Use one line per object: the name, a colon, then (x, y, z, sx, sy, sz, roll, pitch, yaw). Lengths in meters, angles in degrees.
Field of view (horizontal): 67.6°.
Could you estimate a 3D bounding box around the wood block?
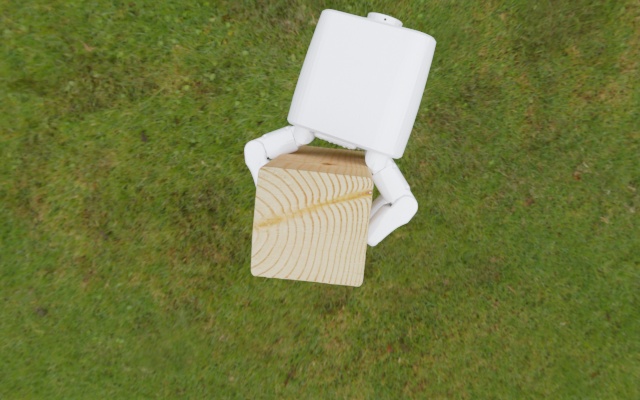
wood block: (0.000, 0.001, 0.467, 0.091, 0.090, 0.206, 6, 11, 4)
